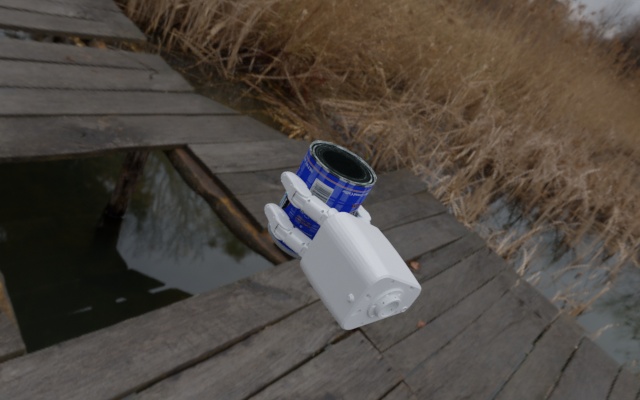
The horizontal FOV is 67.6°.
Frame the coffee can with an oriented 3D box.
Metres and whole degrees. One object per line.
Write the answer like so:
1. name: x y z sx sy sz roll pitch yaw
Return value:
1. coffee can: 0.000 0.002 0.674 0.103 0.140 0.102 24 27 -13
